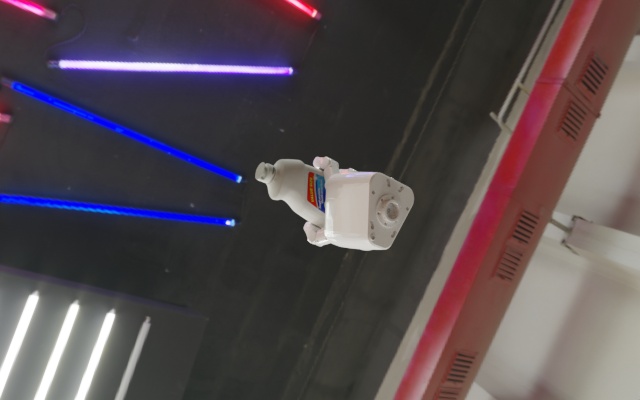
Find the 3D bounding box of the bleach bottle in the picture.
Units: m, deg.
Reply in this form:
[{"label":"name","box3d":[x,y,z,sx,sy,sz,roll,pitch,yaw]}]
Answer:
[{"label":"bleach bottle","box3d":[0.000,0.003,0.819,0.251,0.102,0.068,23,-14,-32]}]
